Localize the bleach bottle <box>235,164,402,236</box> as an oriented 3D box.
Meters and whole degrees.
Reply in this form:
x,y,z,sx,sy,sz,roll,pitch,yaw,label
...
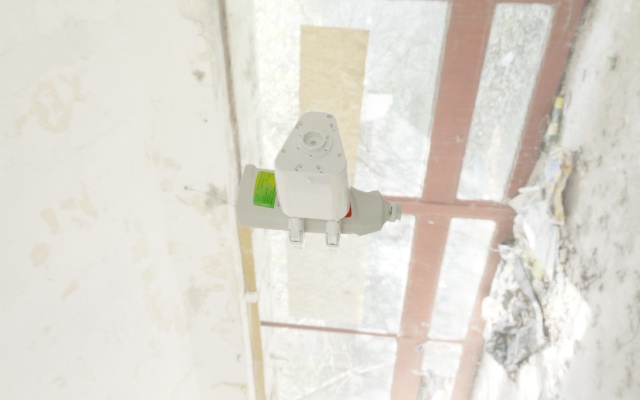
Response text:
x,y,z,sx,sy,sz,roll,pitch,yaw,label
0.000,0.003,0.750,0.251,0.102,0.068,4,-31,5,bleach bottle
